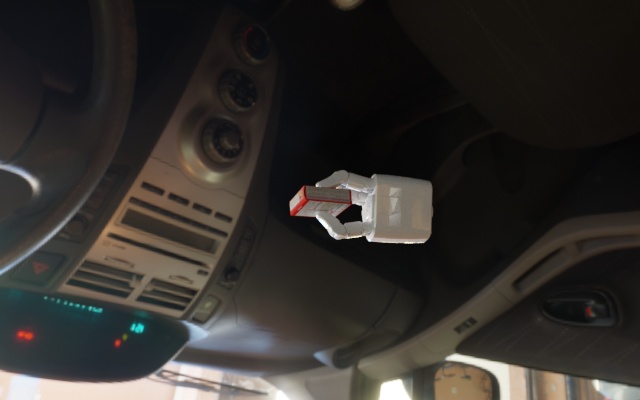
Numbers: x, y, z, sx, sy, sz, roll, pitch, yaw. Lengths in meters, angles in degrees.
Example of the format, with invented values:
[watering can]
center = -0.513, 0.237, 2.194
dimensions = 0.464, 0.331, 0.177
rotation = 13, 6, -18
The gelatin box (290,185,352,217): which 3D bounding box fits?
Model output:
[gelatin box]
center = 0.000, 0.003, 0.827
dimensions = 0.089, 0.030, 0.073
rotation = 4, -23, -23
